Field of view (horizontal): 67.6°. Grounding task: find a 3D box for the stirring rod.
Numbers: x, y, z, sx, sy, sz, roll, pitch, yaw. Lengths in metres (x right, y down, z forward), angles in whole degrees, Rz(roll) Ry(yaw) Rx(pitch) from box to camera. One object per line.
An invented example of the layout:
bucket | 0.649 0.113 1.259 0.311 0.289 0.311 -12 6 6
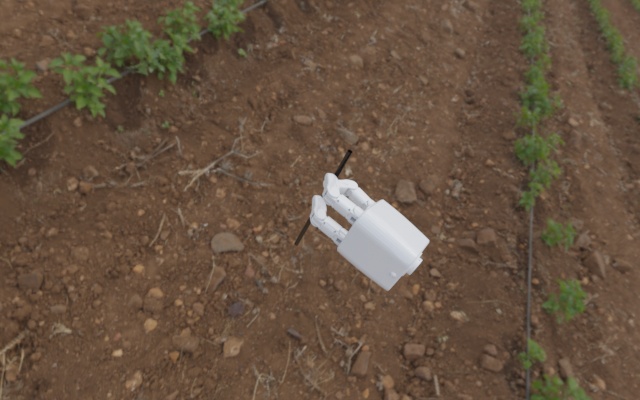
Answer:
stirring rod | 0.000 0.003 0.820 0.011 0.011 0.240 0 -41 -30
